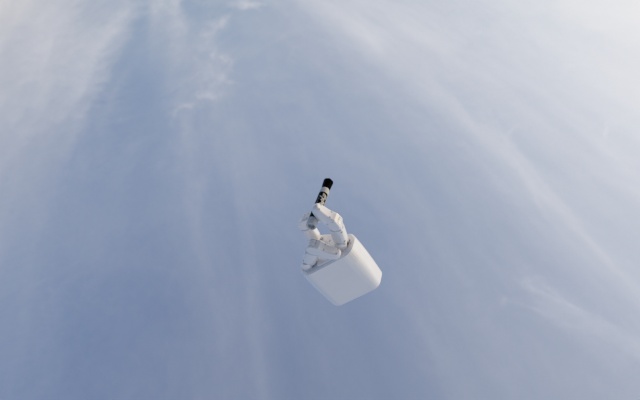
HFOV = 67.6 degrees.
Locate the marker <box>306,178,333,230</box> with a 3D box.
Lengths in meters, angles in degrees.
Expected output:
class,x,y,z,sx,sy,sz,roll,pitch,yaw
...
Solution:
class,x,y,z,sx,sy,sz,roll,pitch,yaw
marker,0.000,0.003,0.846,0.020,0.020,0.121,0,43,21
